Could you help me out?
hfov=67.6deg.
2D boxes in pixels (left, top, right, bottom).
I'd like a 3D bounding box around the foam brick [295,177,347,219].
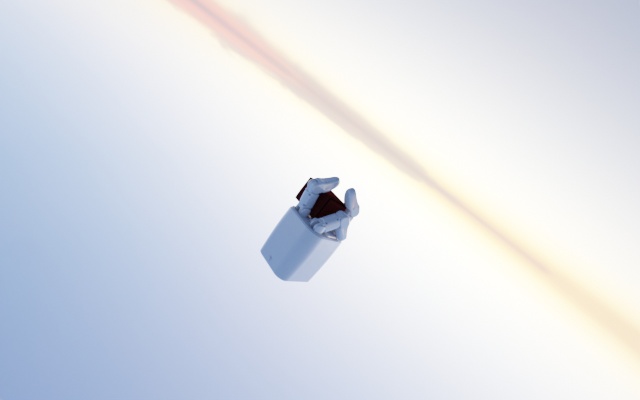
[{"bbox_3d":[0.000,0.003,0.884,0.053,0.051,0.078,27,15,-44],"label":"foam brick"}]
